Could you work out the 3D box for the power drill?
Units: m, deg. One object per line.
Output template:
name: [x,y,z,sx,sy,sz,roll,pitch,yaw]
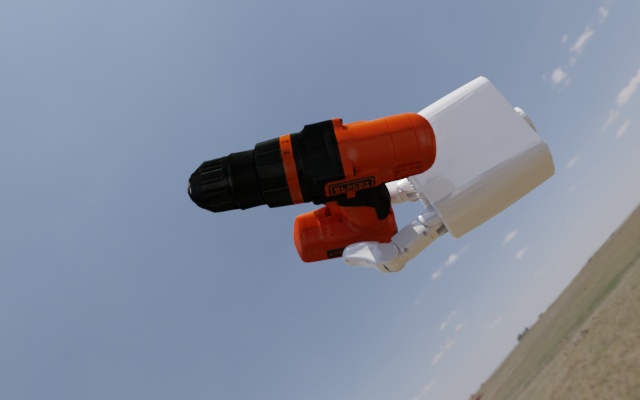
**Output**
power drill: [0.000,0.001,0.414,0.184,0.057,0.188,-11,-22,2]
